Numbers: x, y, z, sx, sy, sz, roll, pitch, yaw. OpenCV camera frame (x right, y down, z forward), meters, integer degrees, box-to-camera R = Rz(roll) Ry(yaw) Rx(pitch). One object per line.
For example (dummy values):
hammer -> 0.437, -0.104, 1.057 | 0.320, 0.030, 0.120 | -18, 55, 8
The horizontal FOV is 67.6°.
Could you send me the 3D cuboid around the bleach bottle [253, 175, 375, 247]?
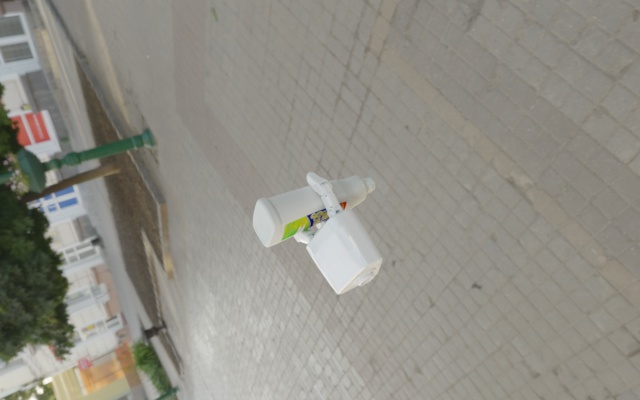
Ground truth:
bleach bottle -> 0.000, 0.003, 0.895 | 0.251, 0.068, 0.103 | -22, -24, -27
